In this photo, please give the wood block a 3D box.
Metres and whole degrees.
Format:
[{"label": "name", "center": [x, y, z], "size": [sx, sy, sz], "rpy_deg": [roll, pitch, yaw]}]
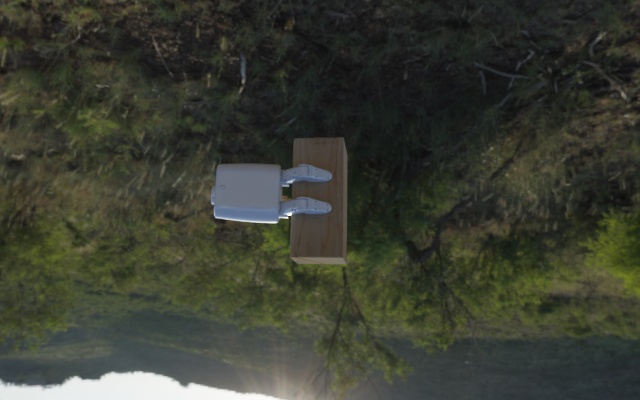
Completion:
[{"label": "wood block", "center": [0.000, 0.003, 0.833], "size": [0.090, 0.206, 0.091], "rpy_deg": [0, -14, 6]}]
